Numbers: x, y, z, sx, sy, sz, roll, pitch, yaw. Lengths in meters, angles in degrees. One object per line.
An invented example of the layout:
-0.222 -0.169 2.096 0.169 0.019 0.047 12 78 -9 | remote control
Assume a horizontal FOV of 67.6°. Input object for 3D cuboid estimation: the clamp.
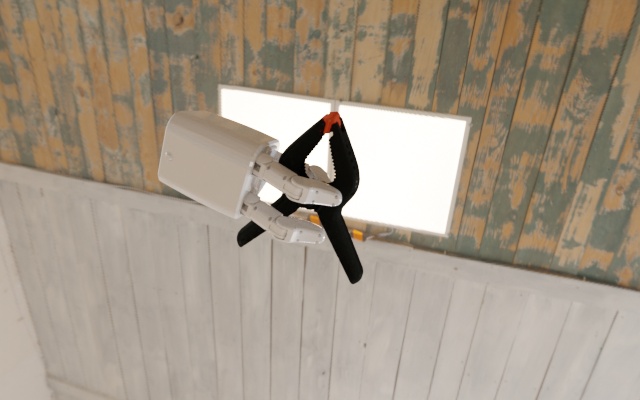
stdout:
0.000 0.001 0.556 0.164 0.210 0.036 23 31 1 | clamp
